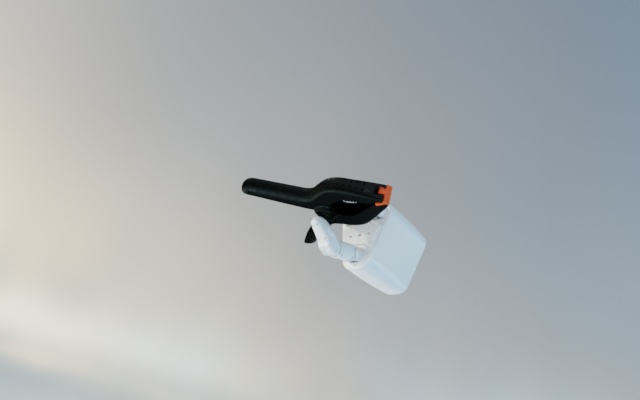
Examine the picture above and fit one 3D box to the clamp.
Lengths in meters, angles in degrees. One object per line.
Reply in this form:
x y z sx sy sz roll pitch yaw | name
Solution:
0.000 0.003 0.668 0.210 0.036 0.165 -16 -42 43 | clamp
